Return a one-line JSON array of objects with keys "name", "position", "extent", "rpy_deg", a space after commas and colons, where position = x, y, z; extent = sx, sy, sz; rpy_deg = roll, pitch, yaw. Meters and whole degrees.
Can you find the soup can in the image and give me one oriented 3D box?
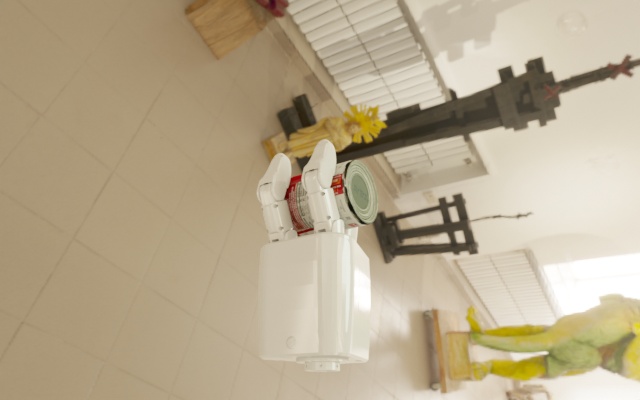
[{"name": "soup can", "position": [0.000, 0.001, 0.497], "extent": [0.102, 0.068, 0.068], "rpy_deg": [-14, -7, 31]}]
